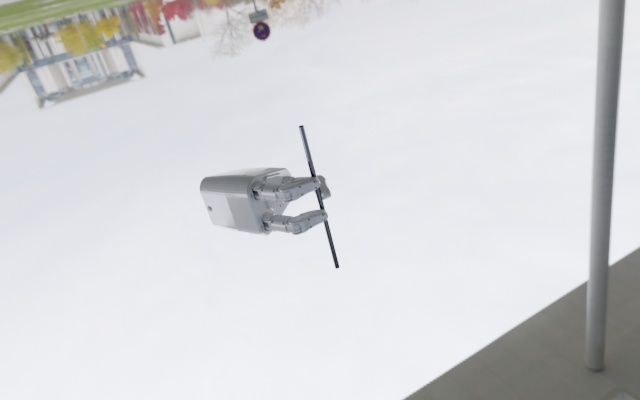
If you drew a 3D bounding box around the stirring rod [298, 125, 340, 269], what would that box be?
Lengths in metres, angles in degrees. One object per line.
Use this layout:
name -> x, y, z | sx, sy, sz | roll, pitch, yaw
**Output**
stirring rod -> 0.000, 0.002, 0.710 | 0.011, 0.240, 0.011 | -11, 26, 6
